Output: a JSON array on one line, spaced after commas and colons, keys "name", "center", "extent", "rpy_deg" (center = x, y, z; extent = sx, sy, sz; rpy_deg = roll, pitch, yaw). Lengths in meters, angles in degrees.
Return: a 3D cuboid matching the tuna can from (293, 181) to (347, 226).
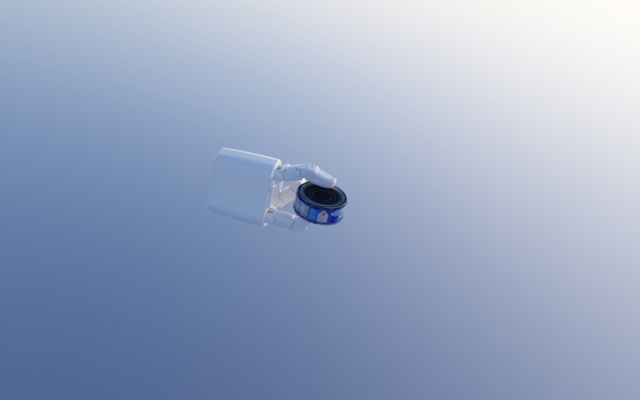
[{"name": "tuna can", "center": [0.000, 0.002, 0.781], "extent": [0.086, 0.034, 0.086], "rpy_deg": [10, 31, -6]}]
